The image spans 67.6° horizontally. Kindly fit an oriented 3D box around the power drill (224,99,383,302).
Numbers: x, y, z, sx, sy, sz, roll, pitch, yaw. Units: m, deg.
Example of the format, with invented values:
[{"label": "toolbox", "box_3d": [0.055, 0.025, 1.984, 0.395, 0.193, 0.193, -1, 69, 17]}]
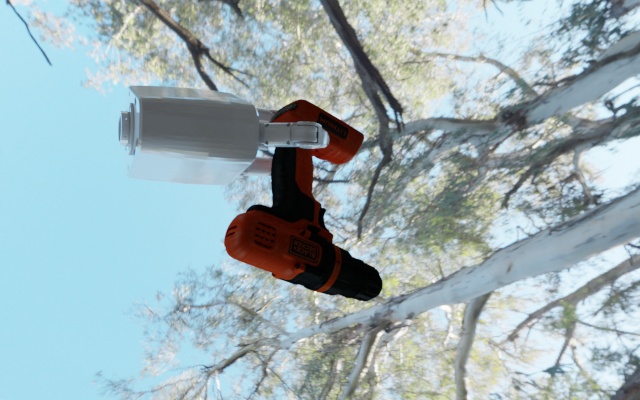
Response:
[{"label": "power drill", "box_3d": [0.000, 0.001, 0.504, 0.184, 0.187, 0.057, 26, -32, -32]}]
